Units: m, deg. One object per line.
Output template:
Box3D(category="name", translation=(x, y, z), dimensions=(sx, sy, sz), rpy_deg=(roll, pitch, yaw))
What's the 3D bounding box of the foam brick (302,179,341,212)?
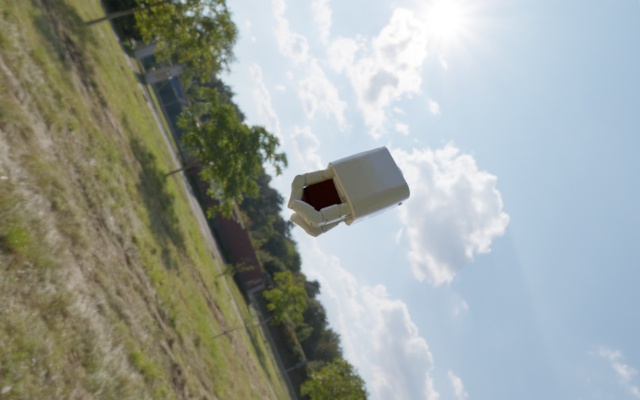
Box3D(category="foam brick", translation=(0.000, 0.003, 0.824), dimensions=(0.051, 0.053, 0.078), rpy_deg=(-18, -10, -10))
